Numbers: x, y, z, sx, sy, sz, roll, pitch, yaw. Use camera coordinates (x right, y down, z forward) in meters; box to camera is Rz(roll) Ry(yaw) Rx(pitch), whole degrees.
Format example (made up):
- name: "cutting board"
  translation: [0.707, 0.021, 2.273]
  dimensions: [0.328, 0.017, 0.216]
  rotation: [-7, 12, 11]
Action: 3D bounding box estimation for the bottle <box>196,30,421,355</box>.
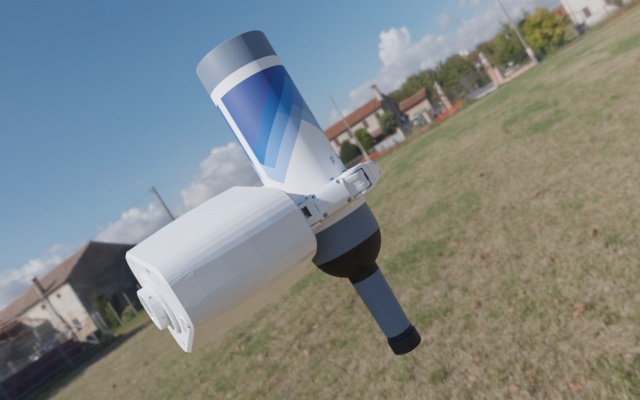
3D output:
- name: "bottle"
  translation: [0.000, 0.001, 0.410]
  dimensions: [0.069, 0.296, 0.069]
  rotation: [-31, 2, 1]
